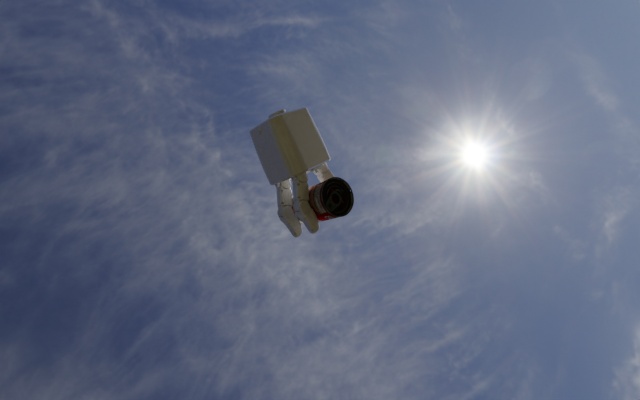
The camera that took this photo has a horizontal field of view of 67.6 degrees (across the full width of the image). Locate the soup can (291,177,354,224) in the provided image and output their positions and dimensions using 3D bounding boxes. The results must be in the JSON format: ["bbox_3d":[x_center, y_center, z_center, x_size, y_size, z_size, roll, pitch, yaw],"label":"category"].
[{"bbox_3d":[0.000,0.003,0.835,0.068,0.068,0.102,0,-10,-36],"label":"soup can"}]
